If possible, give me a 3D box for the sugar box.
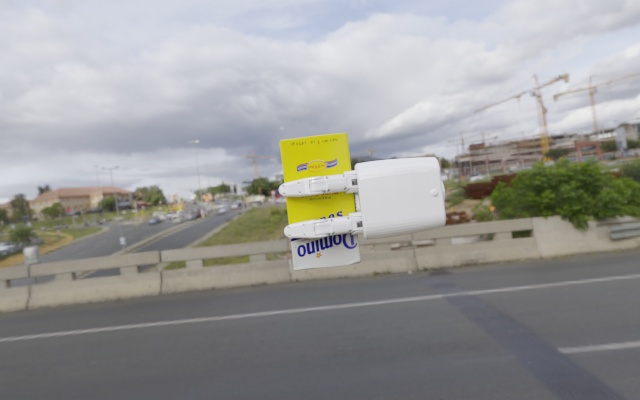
[{"bbox_3d":[0.000,0.002,0.648,0.093,0.176,0.048,-7,0,2],"label":"sugar box"}]
